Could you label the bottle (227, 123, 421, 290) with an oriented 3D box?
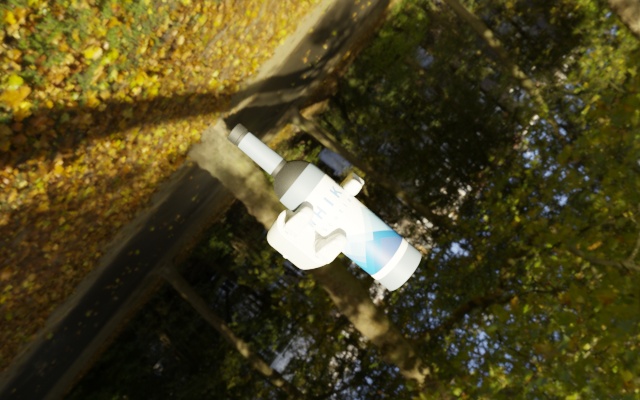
[{"bbox_3d":[0.000,0.002,0.633,0.296,0.069,0.069,39,-3,-4],"label":"bottle"}]
